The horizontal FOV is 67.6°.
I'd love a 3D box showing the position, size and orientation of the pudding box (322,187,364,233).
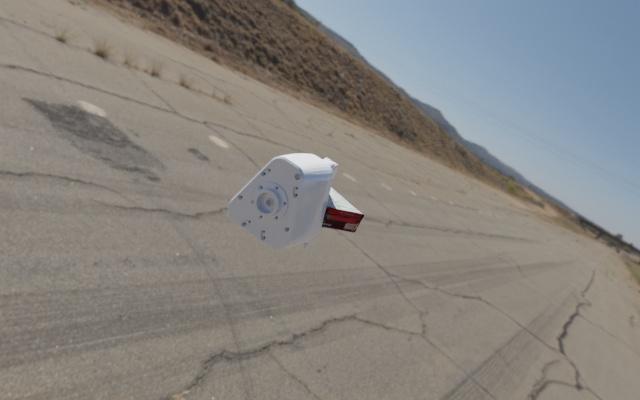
[{"bbox_3d":[0.000,0.002,0.740,0.090,0.039,0.113,14,22,-46],"label":"pudding box"}]
